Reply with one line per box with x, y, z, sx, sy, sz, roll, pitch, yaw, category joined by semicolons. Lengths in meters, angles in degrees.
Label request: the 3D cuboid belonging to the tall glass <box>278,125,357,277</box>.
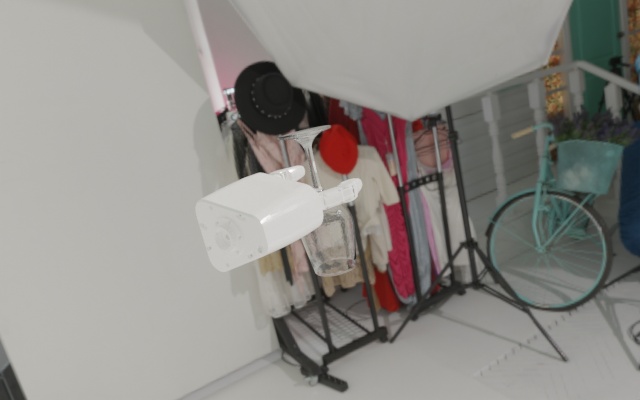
0.000;0.001;0.666;0.079;0.201;0.079;-13;13;3;tall glass
